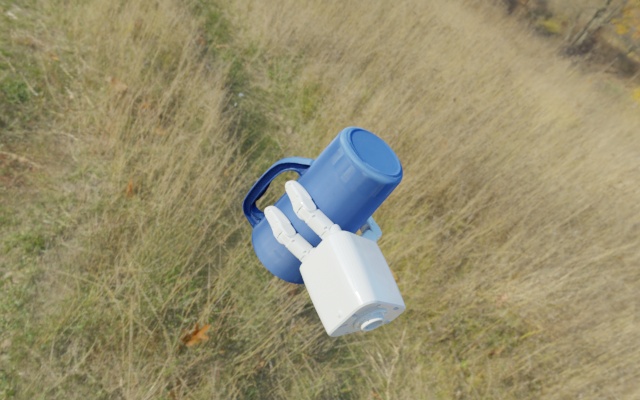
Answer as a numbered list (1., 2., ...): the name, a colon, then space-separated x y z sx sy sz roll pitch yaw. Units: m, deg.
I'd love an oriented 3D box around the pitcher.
1. pitcher: 0.000 0.002 0.715 0.149 0.145 0.243 7 -44 -39
